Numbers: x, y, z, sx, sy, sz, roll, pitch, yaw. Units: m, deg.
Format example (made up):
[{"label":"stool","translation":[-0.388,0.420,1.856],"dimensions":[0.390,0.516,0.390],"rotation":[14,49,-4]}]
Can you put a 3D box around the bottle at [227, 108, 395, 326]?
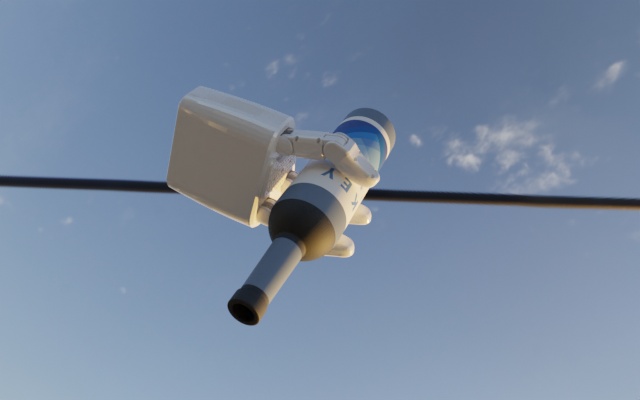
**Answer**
[{"label":"bottle","translation":[0.000,0.001,0.458],"dimensions":[0.069,0.069,0.295],"rotation":[0,33,28]}]
